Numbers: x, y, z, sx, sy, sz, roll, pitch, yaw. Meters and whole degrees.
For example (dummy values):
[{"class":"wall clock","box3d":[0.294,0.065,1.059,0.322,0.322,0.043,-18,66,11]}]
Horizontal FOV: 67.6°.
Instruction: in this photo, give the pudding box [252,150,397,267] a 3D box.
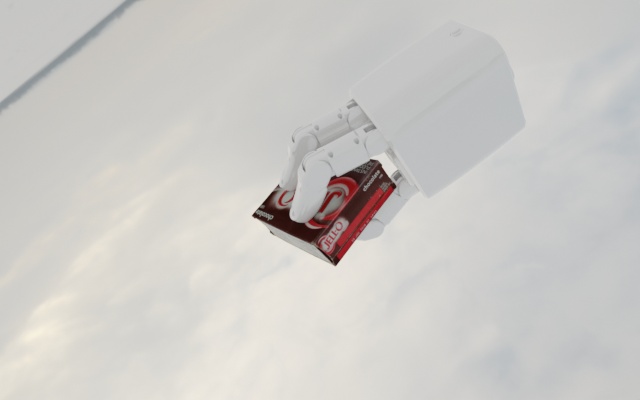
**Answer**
[{"class":"pudding box","box3d":[0.000,0.001,0.431,0.039,0.090,0.113,49,-18,-29]}]
